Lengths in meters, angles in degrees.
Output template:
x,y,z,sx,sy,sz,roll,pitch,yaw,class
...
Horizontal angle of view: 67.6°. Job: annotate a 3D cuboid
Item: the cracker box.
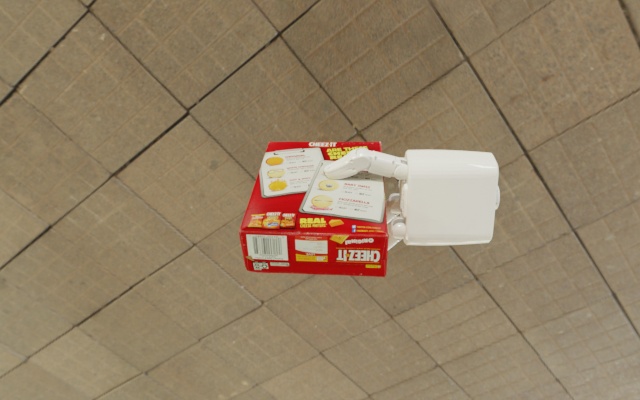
x,y,z,sx,sy,sz,roll,pitch,yaw,class
0.000,0.002,0.613,0.164,0.072,0.213,1,34,4,cracker box
